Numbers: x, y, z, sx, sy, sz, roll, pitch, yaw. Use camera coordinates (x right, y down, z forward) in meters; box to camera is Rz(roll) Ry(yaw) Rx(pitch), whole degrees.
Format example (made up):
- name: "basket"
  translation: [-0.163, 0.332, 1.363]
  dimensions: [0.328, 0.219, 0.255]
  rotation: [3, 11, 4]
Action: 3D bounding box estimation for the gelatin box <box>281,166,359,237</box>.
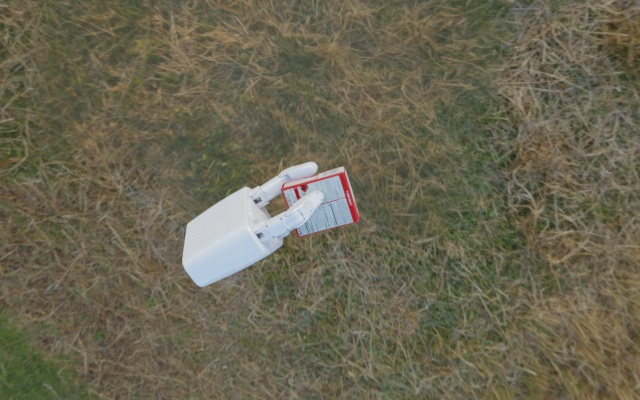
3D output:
- name: "gelatin box"
  translation: [0.000, 0.002, 0.640]
  dimensions: [0.089, 0.073, 0.030]
  rotation: [-15, 19, 10]
